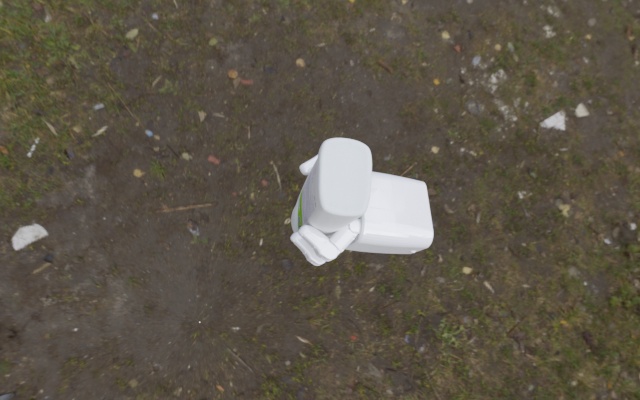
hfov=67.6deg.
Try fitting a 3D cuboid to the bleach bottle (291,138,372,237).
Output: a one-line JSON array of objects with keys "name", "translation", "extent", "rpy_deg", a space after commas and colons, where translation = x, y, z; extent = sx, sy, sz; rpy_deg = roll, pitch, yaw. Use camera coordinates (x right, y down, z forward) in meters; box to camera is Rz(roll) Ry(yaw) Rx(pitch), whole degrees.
[{"name": "bleach bottle", "translation": [0.000, 0.002, 0.684], "extent": [0.068, 0.102, 0.251], "rpy_deg": [7, -15, -13]}]
